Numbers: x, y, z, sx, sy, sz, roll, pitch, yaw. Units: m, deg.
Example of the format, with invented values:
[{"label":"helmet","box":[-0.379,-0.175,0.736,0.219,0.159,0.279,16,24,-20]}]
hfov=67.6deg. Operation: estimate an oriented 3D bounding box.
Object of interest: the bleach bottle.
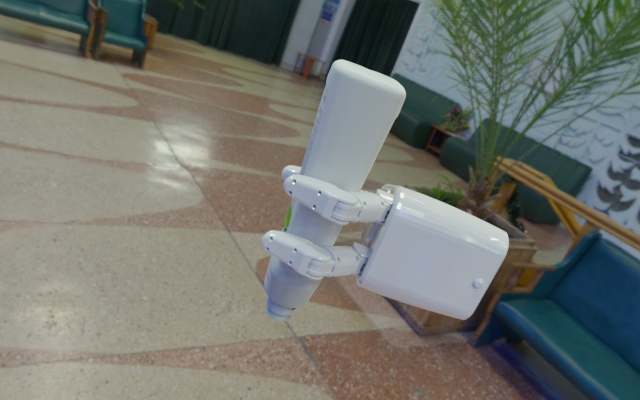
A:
[{"label":"bleach bottle","box":[0.000,0.001,0.451,0.068,0.251,0.102,20,21,-4]}]
